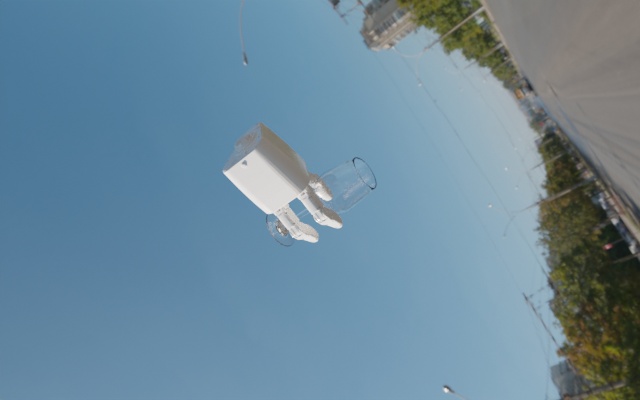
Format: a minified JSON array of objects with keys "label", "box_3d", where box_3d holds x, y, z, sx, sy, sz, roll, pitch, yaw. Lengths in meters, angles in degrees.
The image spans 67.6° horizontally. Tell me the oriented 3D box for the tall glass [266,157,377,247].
[{"label":"tall glass","box_3d":[0.000,0.003,0.834,0.201,0.079,0.079,-33,-16,27]}]
